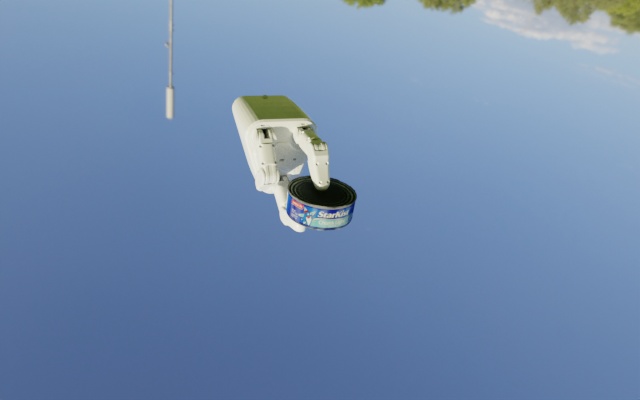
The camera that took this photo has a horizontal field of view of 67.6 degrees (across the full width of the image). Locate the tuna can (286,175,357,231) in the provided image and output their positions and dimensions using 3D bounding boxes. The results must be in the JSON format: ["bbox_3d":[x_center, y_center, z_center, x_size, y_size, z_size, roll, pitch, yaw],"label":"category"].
[{"bbox_3d":[0.000,0.002,0.590,0.086,0.034,0.086,7,27,-4],"label":"tuna can"}]
